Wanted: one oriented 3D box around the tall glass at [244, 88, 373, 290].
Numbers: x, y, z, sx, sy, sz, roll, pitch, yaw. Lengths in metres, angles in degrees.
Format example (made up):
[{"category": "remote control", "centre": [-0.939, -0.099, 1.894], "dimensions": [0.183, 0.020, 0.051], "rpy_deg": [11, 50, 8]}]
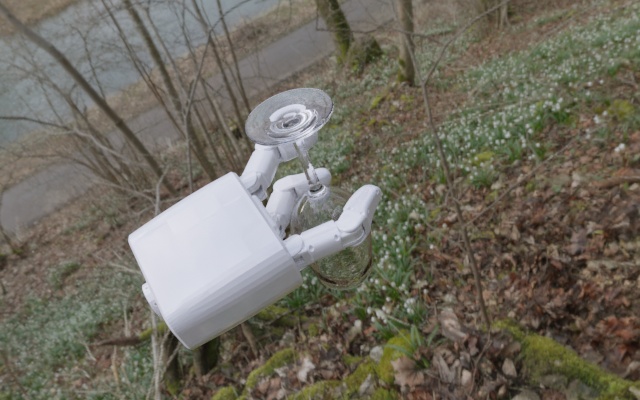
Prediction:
[{"category": "tall glass", "centre": [0.000, 0.001, 0.444], "dimensions": [0.079, 0.079, 0.201], "rpy_deg": [0, -44, 22]}]
